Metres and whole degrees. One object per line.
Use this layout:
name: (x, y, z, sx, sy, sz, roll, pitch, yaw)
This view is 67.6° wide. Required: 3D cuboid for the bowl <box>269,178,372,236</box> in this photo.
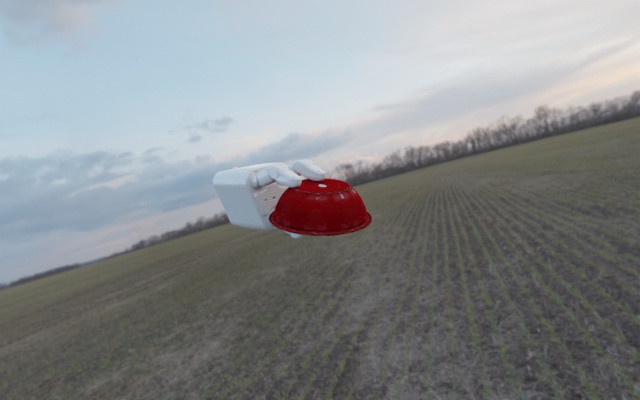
bowl: (0.001, 0.002, 0.742, 0.162, 0.055, 0.162, 1, 17, 0)
